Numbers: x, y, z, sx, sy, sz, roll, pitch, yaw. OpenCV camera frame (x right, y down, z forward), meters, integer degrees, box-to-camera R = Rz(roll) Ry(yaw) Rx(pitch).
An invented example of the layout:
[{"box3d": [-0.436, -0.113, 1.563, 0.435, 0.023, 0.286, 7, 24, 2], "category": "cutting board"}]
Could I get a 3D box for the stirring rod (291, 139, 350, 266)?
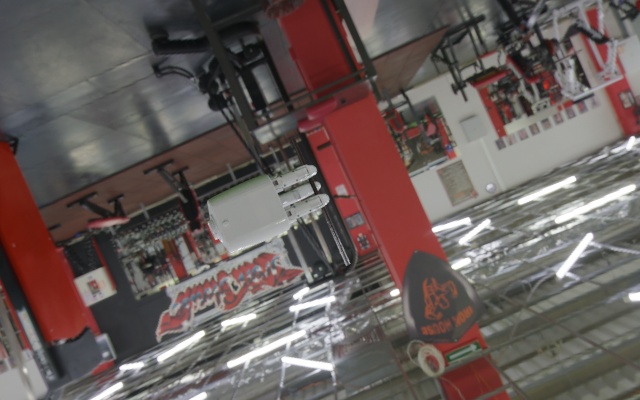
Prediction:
[{"box3d": [0.000, 0.003, 0.839, 0.011, 0.239, 0.011, -24, 0, 0], "category": "stirring rod"}]
